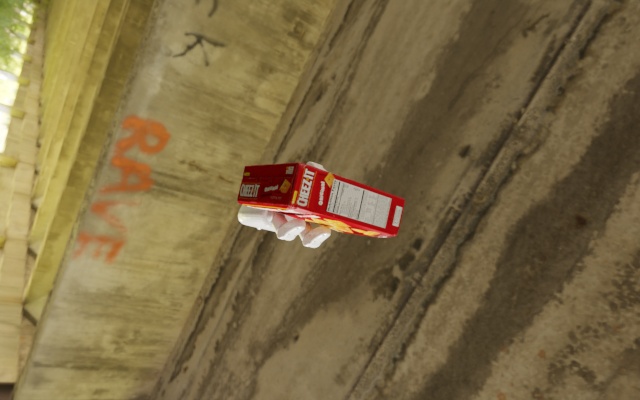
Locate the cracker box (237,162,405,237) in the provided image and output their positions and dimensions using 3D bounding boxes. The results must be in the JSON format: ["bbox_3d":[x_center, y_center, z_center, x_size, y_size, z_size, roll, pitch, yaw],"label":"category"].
[{"bbox_3d":[0.000,0.002,0.765,0.214,0.072,0.164,16,-8,-35],"label":"cracker box"}]
